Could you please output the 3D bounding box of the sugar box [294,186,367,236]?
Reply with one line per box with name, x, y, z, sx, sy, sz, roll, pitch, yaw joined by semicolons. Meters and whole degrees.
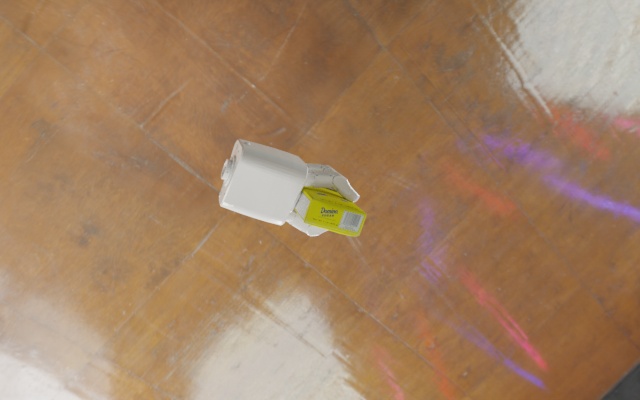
sugar box;0.000;0.002;0.783;0.093;0.048;0.176;16;13;-21
